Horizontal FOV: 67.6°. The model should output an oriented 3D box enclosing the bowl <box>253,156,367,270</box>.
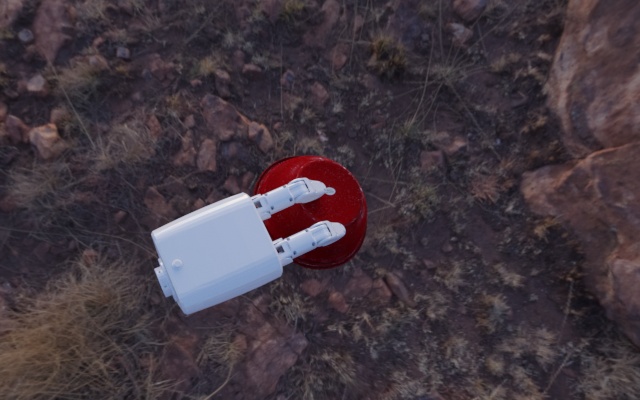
[{"bbox_3d":[0.001,0.001,0.602,0.162,0.162,0.055,0,-25,-28],"label":"bowl"}]
